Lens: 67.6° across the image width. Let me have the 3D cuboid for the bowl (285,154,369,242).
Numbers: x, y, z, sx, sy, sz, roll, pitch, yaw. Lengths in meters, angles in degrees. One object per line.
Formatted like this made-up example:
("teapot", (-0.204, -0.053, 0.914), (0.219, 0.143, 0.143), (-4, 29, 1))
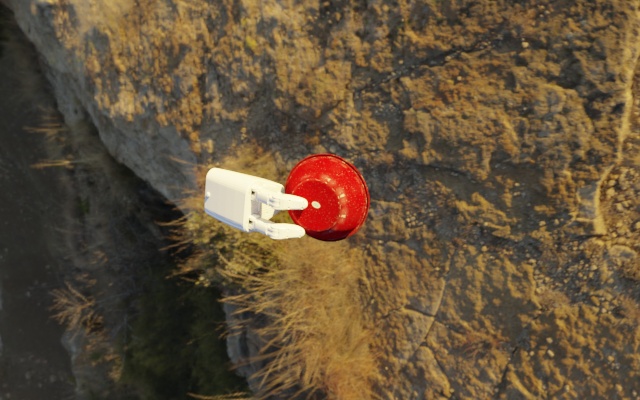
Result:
("bowl", (0.001, 0.003, 0.826), (0.162, 0.162, 0.055), (0, 14, 21))
